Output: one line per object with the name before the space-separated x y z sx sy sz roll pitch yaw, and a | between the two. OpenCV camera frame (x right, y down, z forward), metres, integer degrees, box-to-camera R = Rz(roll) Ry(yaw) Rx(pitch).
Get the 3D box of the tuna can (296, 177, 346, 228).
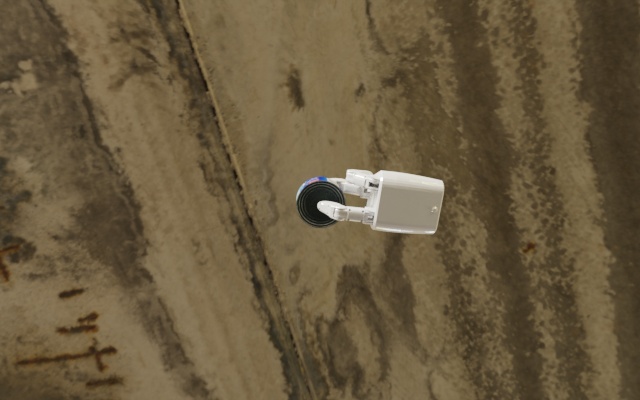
tuna can | 0.000 0.003 0.832 0.086 0.086 0.033 0 17 -4
